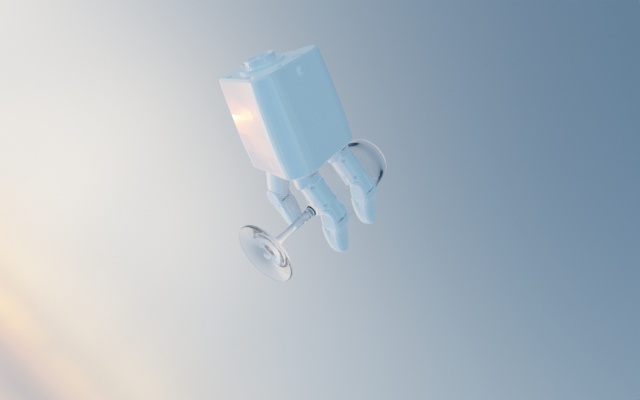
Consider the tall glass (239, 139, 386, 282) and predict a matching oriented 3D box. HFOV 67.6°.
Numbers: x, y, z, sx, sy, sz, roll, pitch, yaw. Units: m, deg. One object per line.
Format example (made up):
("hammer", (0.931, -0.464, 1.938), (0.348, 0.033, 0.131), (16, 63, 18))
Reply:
("tall glass", (0.000, 0.002, 0.560), (0.079, 0.079, 0.201), (0, 33, 45))
